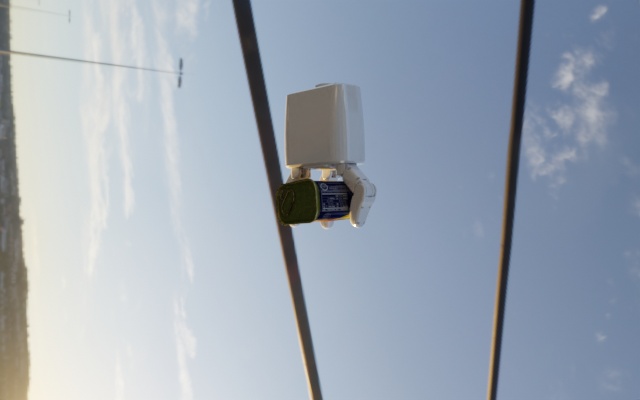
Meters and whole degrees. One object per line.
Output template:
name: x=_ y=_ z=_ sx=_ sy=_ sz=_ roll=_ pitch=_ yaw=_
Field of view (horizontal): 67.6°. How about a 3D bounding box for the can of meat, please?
can of meat: x=0.000 y=0.002 z=0.655 sx=0.084 sy=0.057 sz=0.102 roll=-1 pitch=-4 yaw=-35
